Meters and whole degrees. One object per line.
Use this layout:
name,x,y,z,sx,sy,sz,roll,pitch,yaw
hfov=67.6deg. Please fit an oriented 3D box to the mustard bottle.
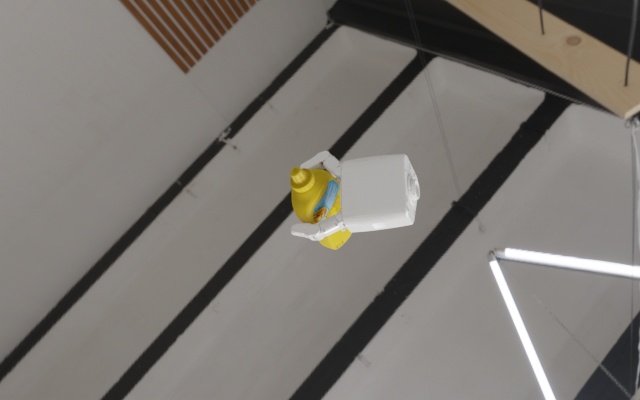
mustard bottle,0.000,0.003,0.824,0.058,0.096,0.192,17,-21,36
